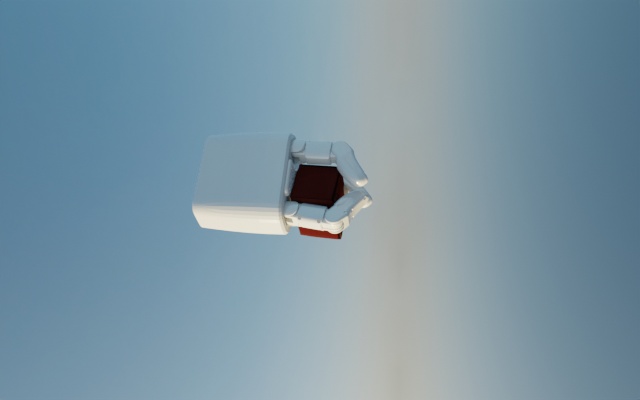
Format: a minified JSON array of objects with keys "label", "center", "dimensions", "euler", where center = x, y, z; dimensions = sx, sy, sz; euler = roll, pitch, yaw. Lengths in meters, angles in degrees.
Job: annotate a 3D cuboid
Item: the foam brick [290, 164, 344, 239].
[{"label":"foam brick","center":[0.000,0.002,0.566],"dimensions":[0.051,0.053,0.078],"euler":[4,-38,12]}]
